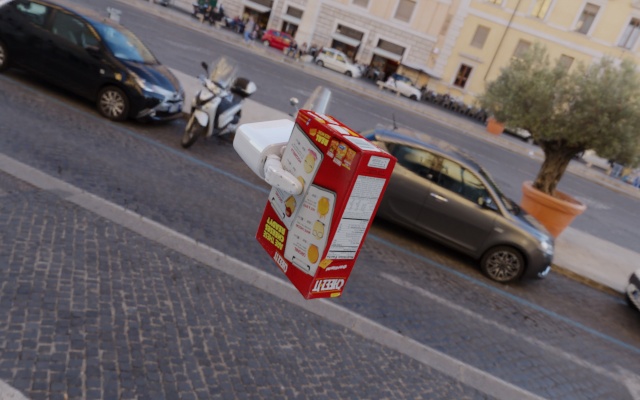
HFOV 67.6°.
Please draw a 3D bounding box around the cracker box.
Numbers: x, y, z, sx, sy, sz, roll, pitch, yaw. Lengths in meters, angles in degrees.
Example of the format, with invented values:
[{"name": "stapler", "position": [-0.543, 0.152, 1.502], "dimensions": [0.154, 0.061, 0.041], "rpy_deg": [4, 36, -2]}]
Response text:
[{"name": "cracker box", "position": [0.000, 0.002, 0.665], "dimensions": [0.072, 0.214, 0.164], "rpy_deg": [5, 24, -37]}]
